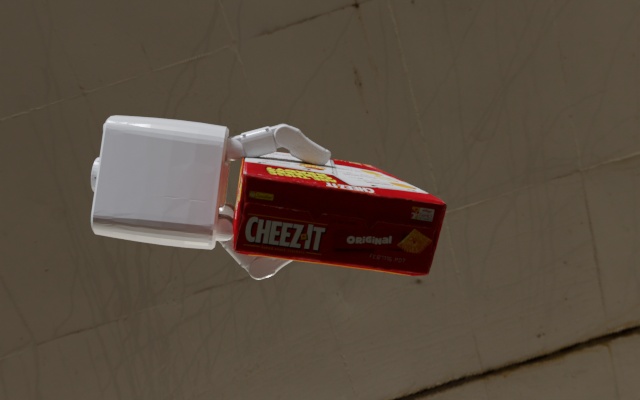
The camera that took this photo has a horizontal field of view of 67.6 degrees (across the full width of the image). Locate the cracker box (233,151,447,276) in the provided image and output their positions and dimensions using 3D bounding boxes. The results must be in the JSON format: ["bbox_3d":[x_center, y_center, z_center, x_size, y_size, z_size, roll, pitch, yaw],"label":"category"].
[{"bbox_3d":[0.000,0.001,0.470,0.164,0.072,0.213,8,11,-11],"label":"cracker box"}]
